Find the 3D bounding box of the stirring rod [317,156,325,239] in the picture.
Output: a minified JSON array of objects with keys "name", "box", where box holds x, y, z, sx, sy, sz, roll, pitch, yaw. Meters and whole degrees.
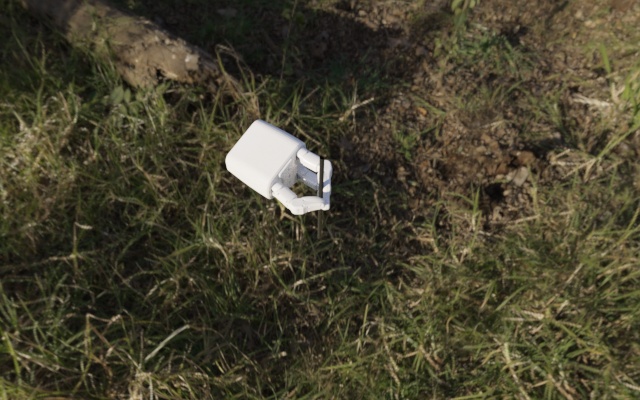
[{"name":"stirring rod","box":[0.000,0.003,0.838,0.011,0.011,0.240,0,-35,-1]}]
